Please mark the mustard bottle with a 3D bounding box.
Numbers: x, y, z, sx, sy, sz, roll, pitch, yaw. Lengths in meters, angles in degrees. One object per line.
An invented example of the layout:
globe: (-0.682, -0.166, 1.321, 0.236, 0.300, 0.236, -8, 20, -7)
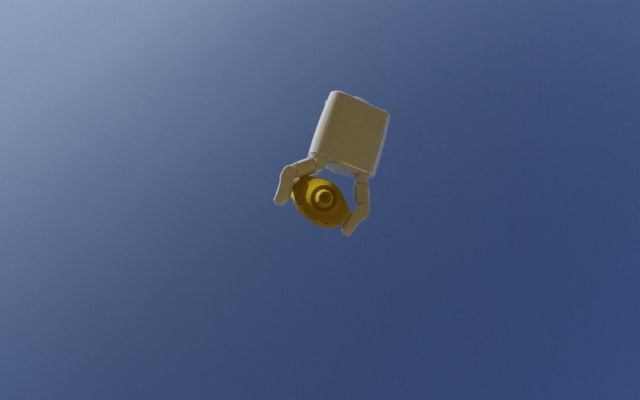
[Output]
mustard bottle: (0.000, 0.003, 0.750, 0.096, 0.058, 0.191, 40, -6, 0)
